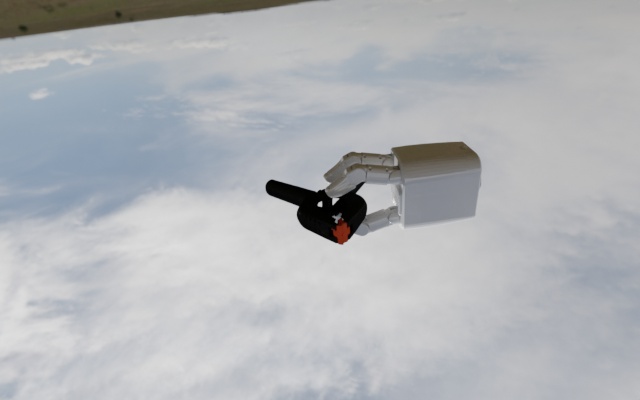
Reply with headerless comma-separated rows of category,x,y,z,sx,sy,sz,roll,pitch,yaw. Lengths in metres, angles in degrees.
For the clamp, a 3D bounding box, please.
clamp,0.000,0.003,0.669,0.164,0.036,0.210,-8,24,0
